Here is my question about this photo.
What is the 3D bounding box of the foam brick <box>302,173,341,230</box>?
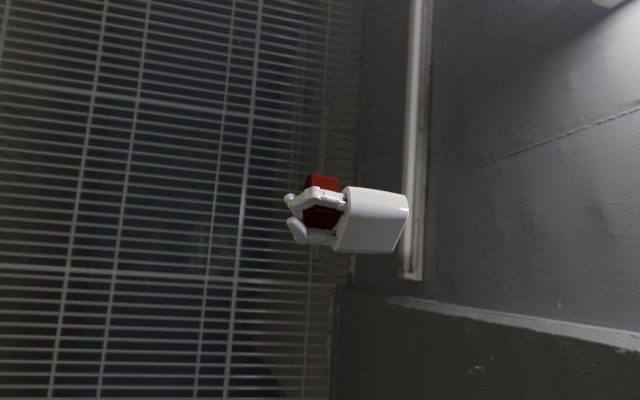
[{"bbox_3d":[0.000,0.002,0.805,0.051,0.078,0.053,6,-36,-15],"label":"foam brick"}]
